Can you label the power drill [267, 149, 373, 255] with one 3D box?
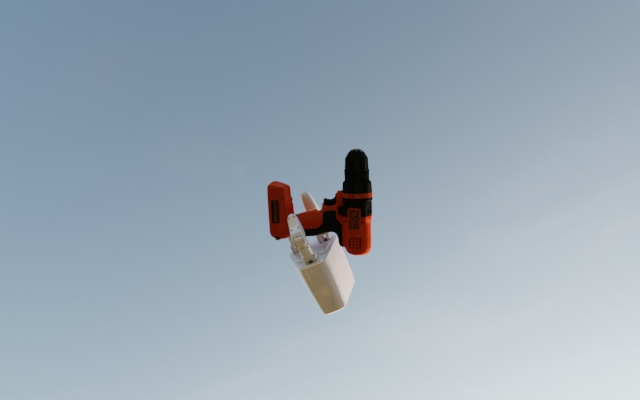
[{"bbox_3d":[0.000,0.003,0.844,0.187,0.184,0.057,1,7,21],"label":"power drill"}]
